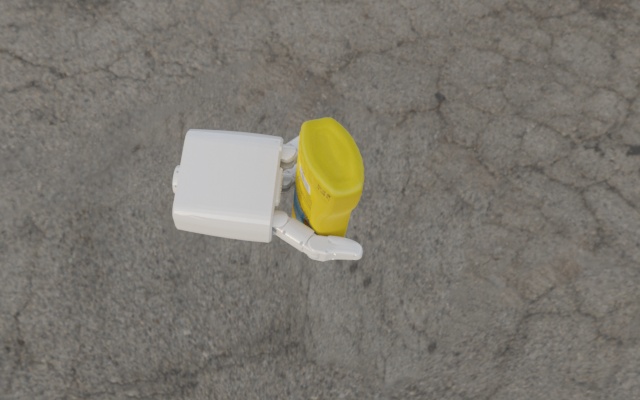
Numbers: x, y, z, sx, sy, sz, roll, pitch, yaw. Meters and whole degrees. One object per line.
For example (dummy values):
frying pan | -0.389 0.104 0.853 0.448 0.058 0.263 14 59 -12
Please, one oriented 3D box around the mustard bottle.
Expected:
mustard bottle | 0.000 0.002 0.542 0.058 0.096 0.192 -15 -27 -16
